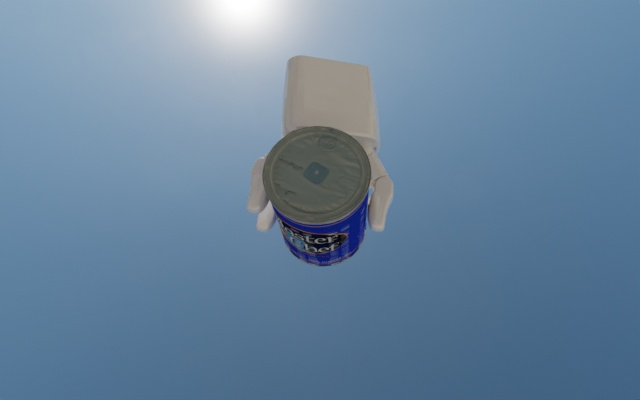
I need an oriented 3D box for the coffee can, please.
[{"bbox_3d":[0.000,0.002,0.510,0.103,0.102,0.140,0,-24,3],"label":"coffee can"}]
